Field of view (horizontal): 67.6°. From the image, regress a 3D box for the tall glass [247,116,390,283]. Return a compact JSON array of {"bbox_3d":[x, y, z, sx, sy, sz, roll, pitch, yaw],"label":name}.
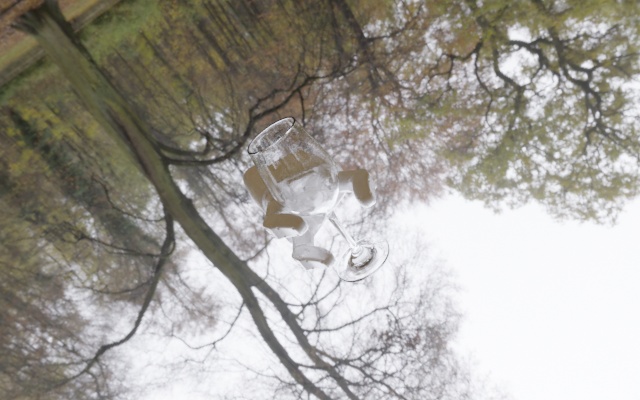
[{"bbox_3d":[0.001,0.002,0.547,0.079,0.201,0.079,-27,29,17],"label":"tall glass"}]
